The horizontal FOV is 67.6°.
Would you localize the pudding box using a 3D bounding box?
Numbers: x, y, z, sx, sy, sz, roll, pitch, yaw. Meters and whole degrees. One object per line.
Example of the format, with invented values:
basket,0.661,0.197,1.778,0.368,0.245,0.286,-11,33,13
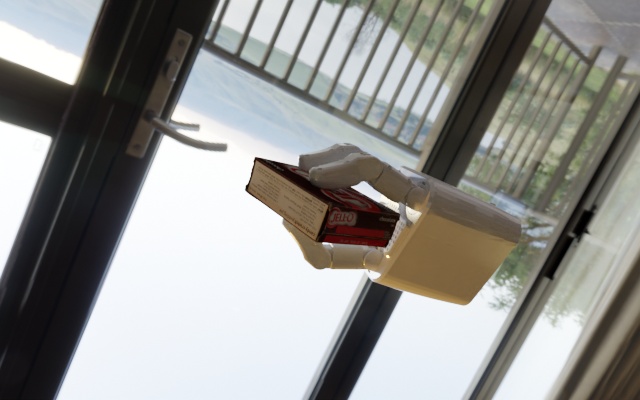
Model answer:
pudding box,0.000,0.002,0.425,0.090,0.039,0.113,11,13,-45
